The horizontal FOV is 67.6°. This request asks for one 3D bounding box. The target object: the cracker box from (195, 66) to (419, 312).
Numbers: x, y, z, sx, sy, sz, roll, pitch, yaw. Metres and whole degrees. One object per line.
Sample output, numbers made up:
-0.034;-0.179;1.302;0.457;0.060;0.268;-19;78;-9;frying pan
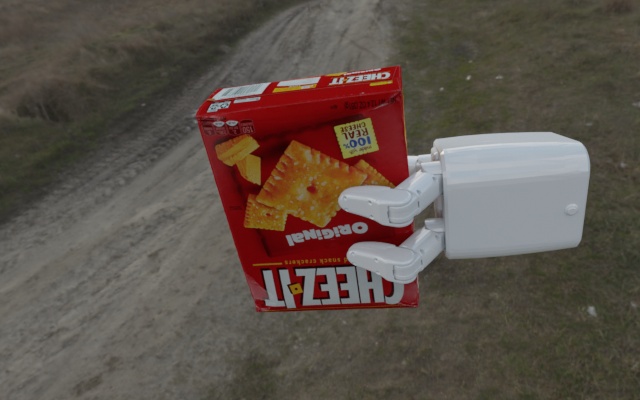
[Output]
0.000;0.001;0.430;0.164;0.214;0.072;-4;30;11;cracker box
